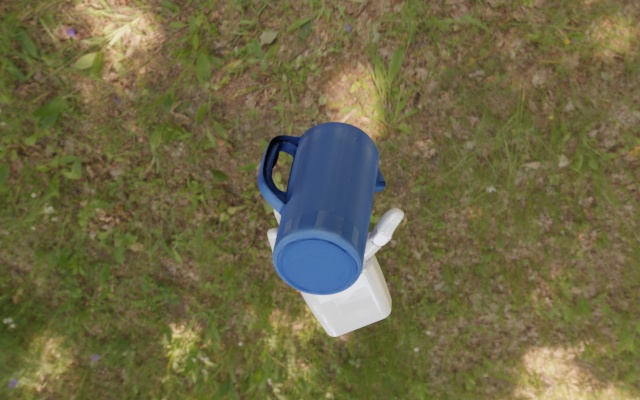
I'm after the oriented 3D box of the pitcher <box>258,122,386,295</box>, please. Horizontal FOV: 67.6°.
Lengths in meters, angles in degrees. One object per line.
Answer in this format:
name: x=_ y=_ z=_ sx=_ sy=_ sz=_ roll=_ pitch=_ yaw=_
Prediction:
pitcher: x=0.000 y=0.002 z=0.648 sx=0.149 sy=0.145 sz=0.242 roll=-12 pitch=34 yaw=18
